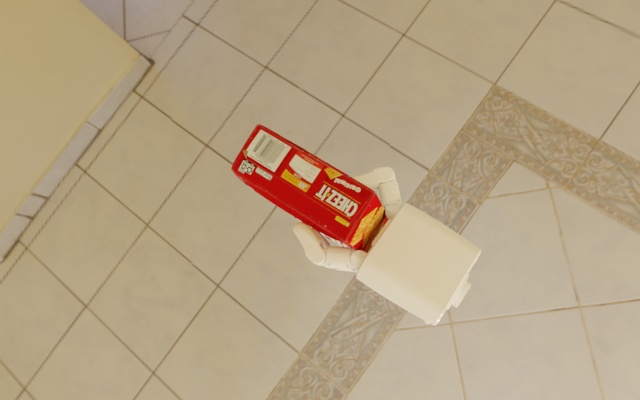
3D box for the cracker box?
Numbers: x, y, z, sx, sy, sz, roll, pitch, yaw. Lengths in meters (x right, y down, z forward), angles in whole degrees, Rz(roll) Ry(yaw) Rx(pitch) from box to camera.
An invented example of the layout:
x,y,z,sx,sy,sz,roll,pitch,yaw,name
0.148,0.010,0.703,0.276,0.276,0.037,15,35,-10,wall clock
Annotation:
x,y,z,sx,sy,sz,roll,pitch,yaw,name
0.000,0.002,0.617,0.164,0.072,0.214,31,-4,18,cracker box
